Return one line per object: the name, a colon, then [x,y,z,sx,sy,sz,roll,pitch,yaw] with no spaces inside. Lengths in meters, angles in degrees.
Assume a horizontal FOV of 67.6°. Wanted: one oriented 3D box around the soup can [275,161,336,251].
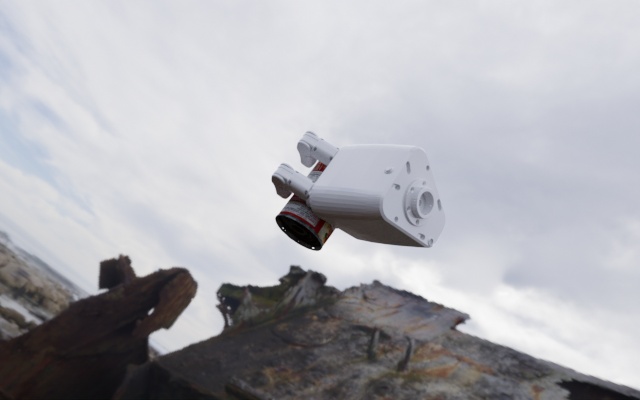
soup can: [0.000,0.002,0.593,0.068,0.102,0.068,29,-24,15]
